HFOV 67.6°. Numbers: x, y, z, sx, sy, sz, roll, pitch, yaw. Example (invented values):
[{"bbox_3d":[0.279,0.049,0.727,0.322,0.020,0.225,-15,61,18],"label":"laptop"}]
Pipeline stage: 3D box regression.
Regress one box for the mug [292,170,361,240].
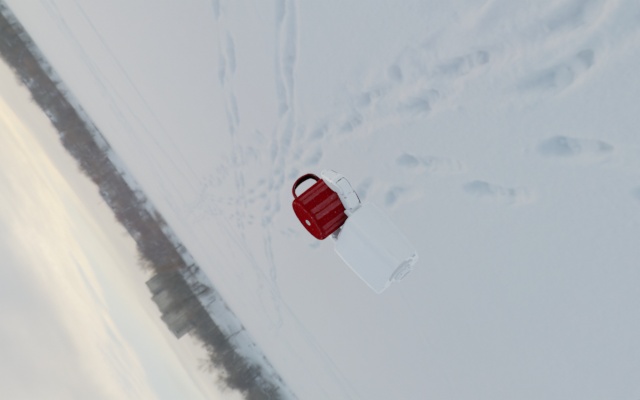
[{"bbox_3d":[-0.001,0.002,0.782,0.081,0.117,0.093,-38,-22,-17],"label":"mug"}]
